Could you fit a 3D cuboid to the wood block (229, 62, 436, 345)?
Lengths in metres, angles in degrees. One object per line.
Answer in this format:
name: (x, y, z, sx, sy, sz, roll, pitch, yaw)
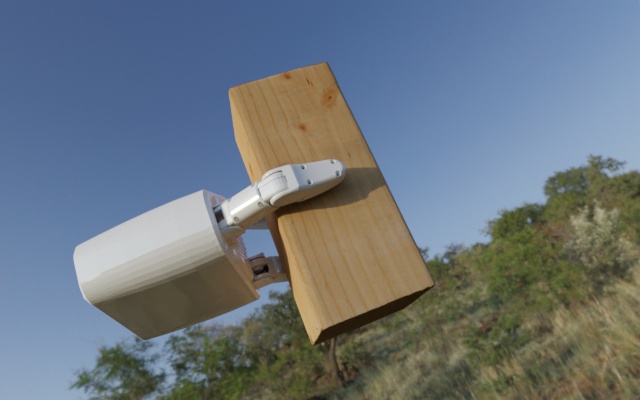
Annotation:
wood block: (0.000, 0.001, 0.400, 0.090, 0.206, 0.091, -19, -20, -13)
